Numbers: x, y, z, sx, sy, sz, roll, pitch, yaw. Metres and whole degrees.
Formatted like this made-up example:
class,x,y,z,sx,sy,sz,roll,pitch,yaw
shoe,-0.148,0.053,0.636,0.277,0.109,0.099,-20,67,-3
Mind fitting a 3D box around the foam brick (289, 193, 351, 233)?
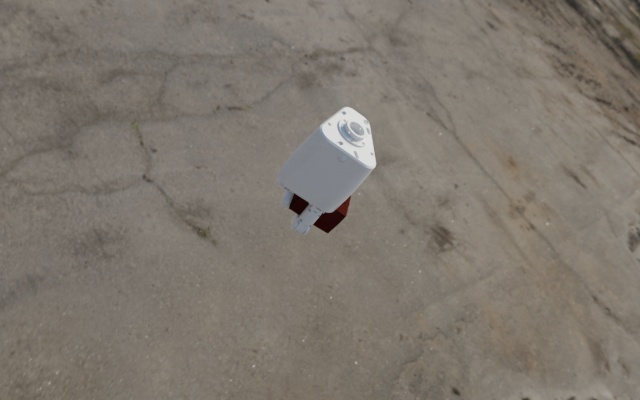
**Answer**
class,x,y,z,sx,sy,sz,roll,pitch,yaw
foam brick,0.000,0.003,0.738,0.078,0.053,0.051,33,-50,-14
